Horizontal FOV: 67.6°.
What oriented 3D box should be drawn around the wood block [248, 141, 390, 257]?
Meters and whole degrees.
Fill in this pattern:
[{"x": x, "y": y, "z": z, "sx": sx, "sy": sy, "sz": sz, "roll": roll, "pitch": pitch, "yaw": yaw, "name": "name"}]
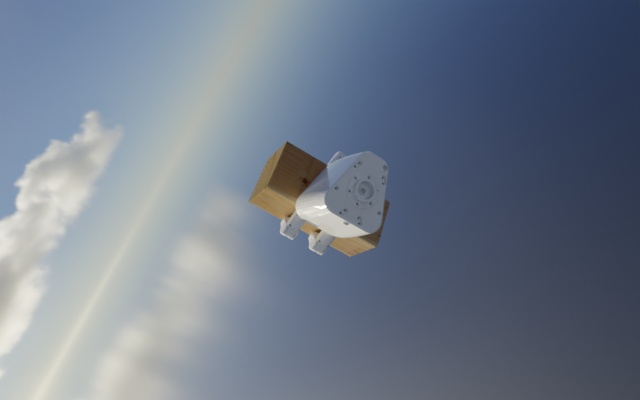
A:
[{"x": 0.000, "y": 0.002, "z": 0.796, "sx": 0.206, "sy": 0.090, "sz": 0.090, "roll": 30, "pitch": -29, "yaw": -17, "name": "wood block"}]
